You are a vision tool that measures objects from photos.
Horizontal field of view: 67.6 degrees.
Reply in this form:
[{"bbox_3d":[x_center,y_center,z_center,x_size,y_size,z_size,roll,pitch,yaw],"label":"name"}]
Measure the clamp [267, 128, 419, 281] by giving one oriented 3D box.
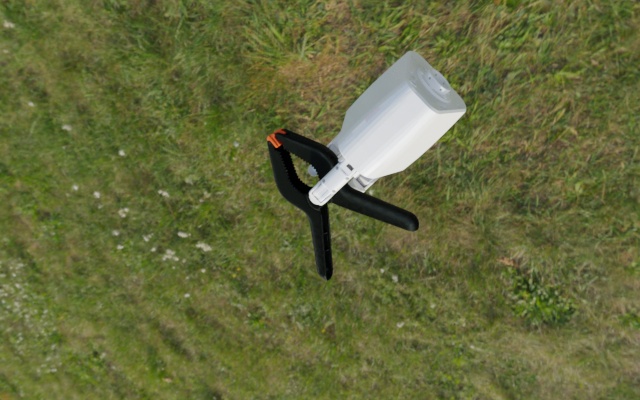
[{"bbox_3d":[0.000,0.002,0.616,0.165,0.210,0.036,-43,2,32],"label":"clamp"}]
